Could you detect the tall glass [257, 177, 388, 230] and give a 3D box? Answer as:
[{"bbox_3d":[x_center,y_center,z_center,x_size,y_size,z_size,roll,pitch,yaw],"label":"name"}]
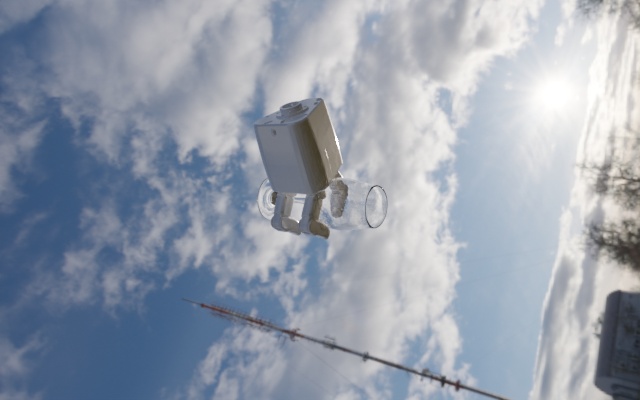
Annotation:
[{"bbox_3d":[0.000,0.002,0.731,0.201,0.079,0.079,5,3,37],"label":"tall glass"}]
